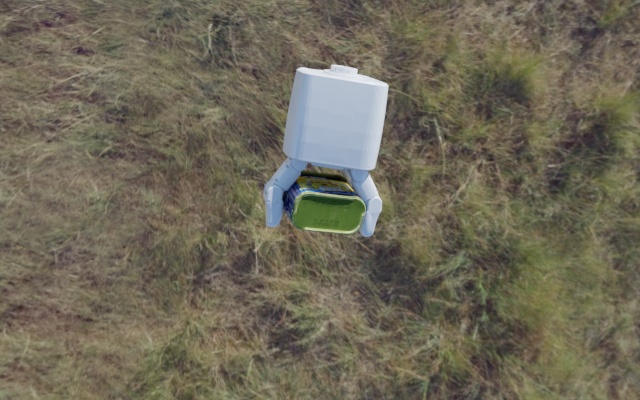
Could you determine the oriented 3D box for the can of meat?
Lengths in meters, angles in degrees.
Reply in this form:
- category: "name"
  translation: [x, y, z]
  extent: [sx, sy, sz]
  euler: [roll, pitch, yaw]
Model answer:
- category: "can of meat"
  translation: [0.000, 0.002, 0.629]
  extent: [0.102, 0.057, 0.084]
  euler: [6, 19, -20]
